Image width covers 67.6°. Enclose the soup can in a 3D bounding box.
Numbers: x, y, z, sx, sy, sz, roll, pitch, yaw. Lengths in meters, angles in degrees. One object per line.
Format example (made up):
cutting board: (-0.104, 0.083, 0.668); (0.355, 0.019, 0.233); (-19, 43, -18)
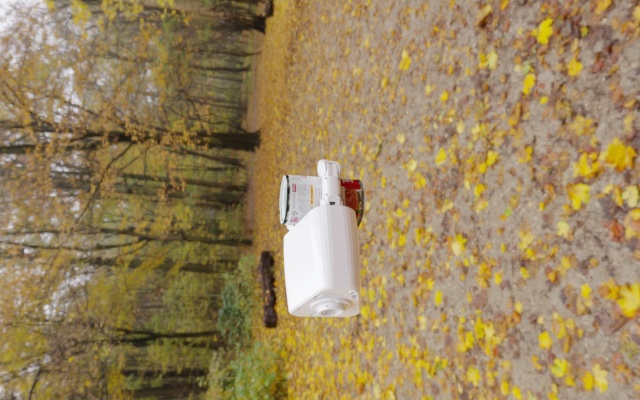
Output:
soup can: (0.000, 0.002, 0.638); (0.102, 0.068, 0.068); (3, -1, -12)
